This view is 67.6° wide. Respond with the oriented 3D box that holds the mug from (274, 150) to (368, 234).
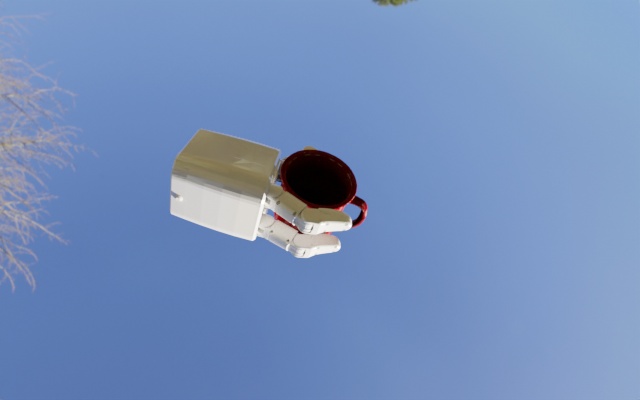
[{"bbox_3d":[0.001,0.002,0.590,0.117,0.093,0.082,18,-42,-4],"label":"mug"}]
